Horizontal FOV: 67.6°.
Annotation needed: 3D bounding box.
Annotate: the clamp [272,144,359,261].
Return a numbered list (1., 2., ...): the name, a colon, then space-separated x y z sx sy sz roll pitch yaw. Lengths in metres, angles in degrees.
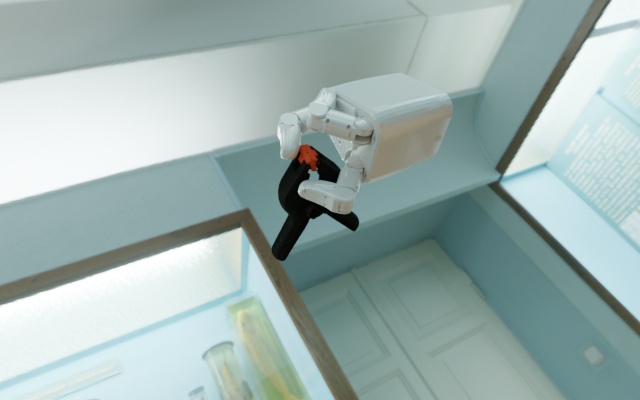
1. clamp: 0.000 0.001 0.569 0.120 0.039 0.172 -21 -35 -24
